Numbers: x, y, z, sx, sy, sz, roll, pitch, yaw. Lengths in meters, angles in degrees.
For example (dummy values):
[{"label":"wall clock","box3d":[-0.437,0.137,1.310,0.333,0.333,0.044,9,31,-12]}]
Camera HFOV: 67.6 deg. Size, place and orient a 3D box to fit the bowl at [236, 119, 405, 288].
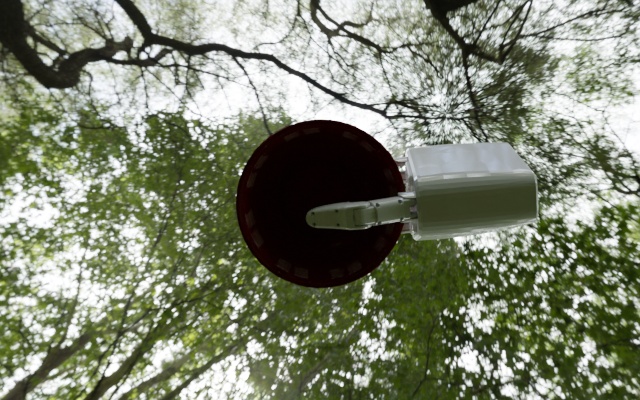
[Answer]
[{"label":"bowl","box3d":[-0.001,0.001,0.475,0.162,0.162,0.055,0,9,-3]}]
